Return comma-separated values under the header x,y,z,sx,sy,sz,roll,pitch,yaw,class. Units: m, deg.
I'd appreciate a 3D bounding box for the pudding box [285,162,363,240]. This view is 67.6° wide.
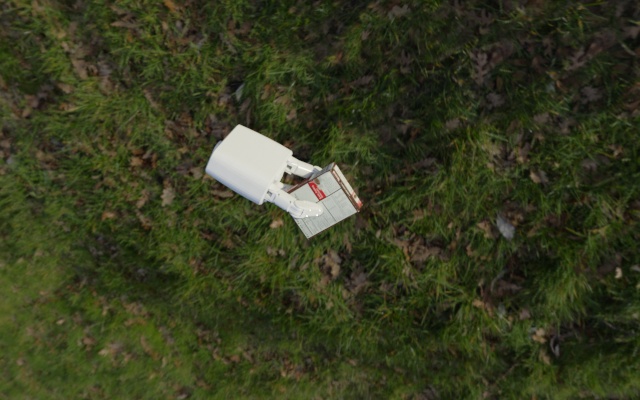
x,y,z,sx,sy,sz,roll,pitch,yaw,class
0.000,0.003,0.813,0.113,0.090,0.039,-29,13,24,pudding box
